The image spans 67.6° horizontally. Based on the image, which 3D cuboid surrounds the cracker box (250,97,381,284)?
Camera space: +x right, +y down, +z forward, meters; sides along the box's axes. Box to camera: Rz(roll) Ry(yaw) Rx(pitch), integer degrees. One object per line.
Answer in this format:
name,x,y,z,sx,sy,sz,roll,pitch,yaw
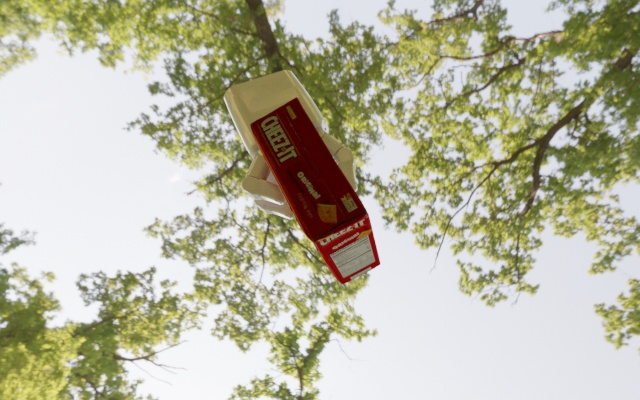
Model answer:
cracker box,0.000,0.002,0.596,0.072,0.164,0.214,-30,-24,-1
